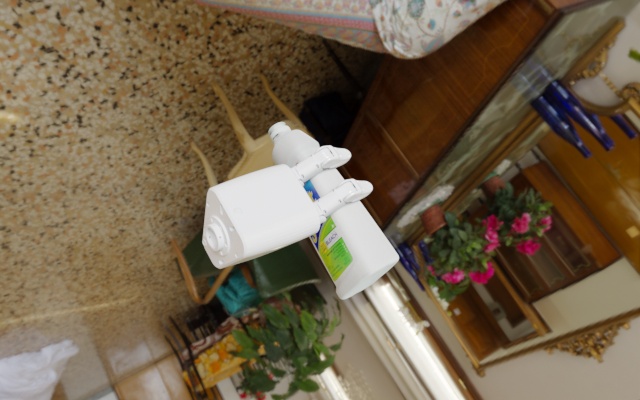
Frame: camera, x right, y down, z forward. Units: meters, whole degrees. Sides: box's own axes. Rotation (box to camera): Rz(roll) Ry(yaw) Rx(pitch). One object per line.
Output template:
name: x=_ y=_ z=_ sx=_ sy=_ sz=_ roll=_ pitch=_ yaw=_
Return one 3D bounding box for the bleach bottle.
bleach bottle: x=0.000 y=0.002 z=0.649 sx=0.068 sy=0.250 sz=0.103 roll=-21 pitch=-21 yaw=-35
